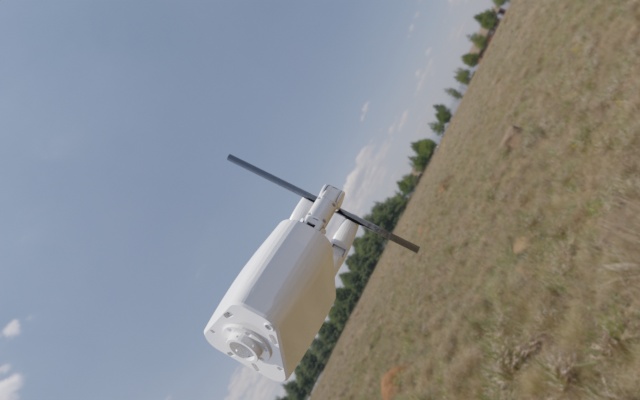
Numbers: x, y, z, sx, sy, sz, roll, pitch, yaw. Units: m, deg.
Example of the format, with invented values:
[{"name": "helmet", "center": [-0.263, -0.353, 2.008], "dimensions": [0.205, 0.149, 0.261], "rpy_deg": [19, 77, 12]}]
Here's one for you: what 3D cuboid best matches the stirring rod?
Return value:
[{"name": "stirring rod", "center": [0.000, 0.002, 0.538], "dimensions": [0.239, 0.011, 0.011], "rpy_deg": [26, 4, 8]}]
